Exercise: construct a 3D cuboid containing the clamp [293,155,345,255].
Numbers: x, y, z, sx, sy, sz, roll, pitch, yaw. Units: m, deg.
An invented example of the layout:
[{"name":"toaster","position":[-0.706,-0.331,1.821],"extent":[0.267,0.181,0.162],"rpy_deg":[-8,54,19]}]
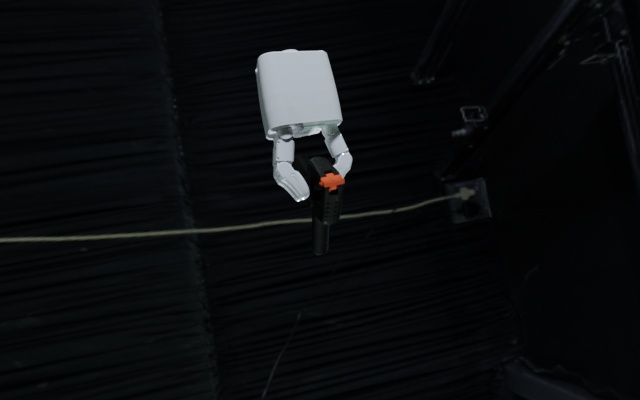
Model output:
[{"name":"clamp","position":[0.001,0.002,0.685],"extent":[0.036,0.164,0.210],"rpy_deg":[-12,0,-12]}]
